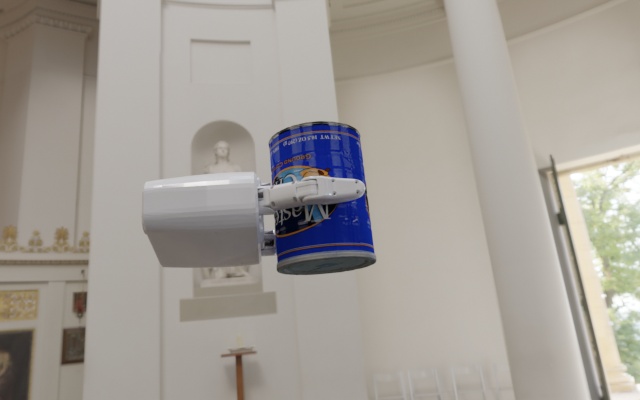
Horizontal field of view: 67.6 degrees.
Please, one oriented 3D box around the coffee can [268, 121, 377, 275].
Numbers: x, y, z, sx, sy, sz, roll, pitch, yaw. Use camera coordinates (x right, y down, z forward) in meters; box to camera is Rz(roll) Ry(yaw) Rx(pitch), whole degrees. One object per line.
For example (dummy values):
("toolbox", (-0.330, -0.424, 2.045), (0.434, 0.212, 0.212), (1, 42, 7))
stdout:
("coffee can", (0.000, 0.002, 0.508), (0.103, 0.140, 0.103), (-5, -16, -1))
